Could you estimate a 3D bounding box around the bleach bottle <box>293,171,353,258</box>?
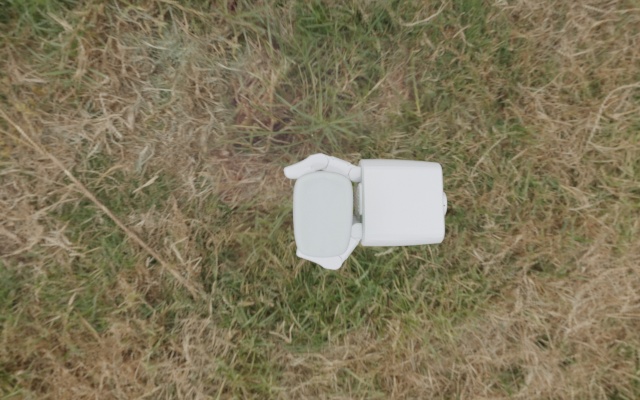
[{"bbox_3d":[0.000,0.002,0.655,0.068,0.102,0.251,1,8,-1],"label":"bleach bottle"}]
